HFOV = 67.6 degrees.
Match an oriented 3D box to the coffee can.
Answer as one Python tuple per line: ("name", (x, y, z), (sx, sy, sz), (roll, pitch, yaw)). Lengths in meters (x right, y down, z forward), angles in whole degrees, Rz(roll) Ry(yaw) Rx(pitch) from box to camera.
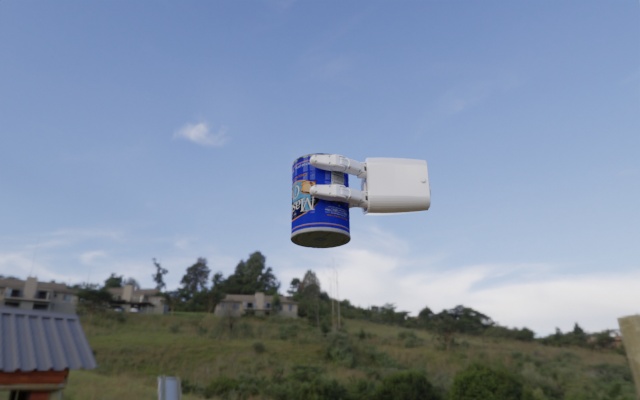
("coffee can", (0.000, 0.003, 0.835), (0.103, 0.140, 0.103), (0, -21, 0))
